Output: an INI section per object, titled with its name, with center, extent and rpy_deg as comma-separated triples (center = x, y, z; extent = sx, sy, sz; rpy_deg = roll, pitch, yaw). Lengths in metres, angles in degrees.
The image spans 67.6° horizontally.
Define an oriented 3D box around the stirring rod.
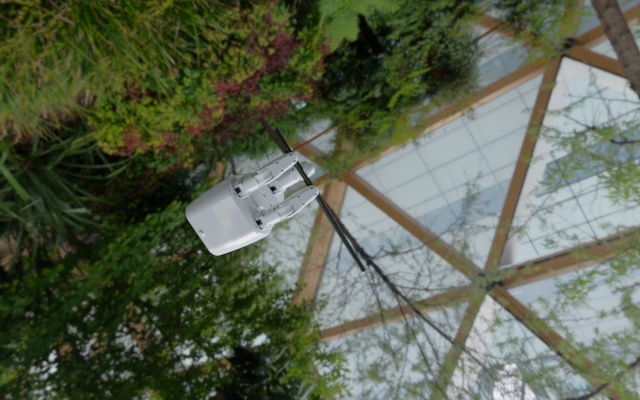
[stirring rod]
center = 0.000, 0.002, 0.677
extent = 0.011, 0.239, 0.011
rpy_deg = -31, 10, 6
